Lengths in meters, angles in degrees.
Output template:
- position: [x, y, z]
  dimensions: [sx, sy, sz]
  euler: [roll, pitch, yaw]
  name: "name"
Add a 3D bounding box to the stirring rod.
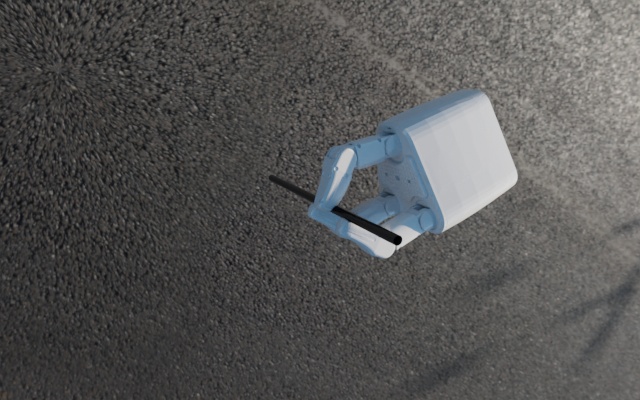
- position: [0.000, 0.001, 0.449]
  dimensions: [0.011, 0.011, 0.239]
  euler: [0, 13, -29]
  name: "stirring rod"
